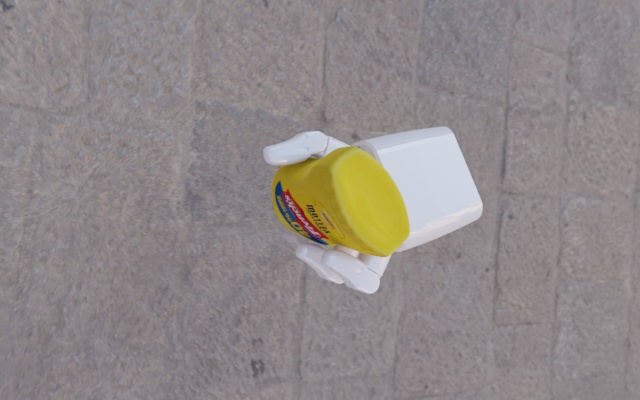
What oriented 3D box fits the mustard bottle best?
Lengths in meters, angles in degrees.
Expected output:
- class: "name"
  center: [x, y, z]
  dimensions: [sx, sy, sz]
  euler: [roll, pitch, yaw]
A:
- class: "mustard bottle"
  center: [0.000, 0.002, 0.466]
  dimensions: [0.058, 0.096, 0.191]
  euler: [-42, 18, -21]
